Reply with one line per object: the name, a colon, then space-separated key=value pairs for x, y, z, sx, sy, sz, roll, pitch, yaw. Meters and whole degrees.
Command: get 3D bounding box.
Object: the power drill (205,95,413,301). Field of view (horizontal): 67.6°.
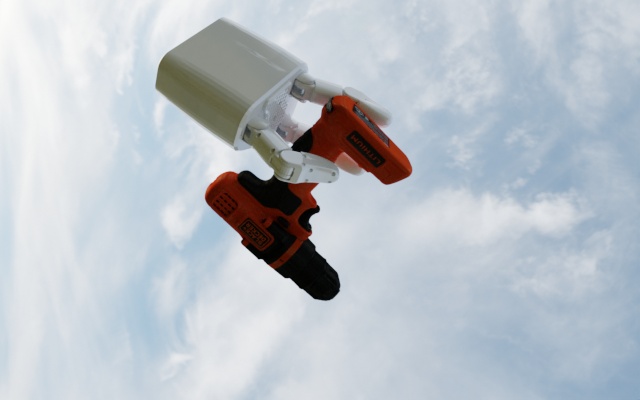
power drill: x=0.000 y=0.001 z=0.492 sx=0.188 sy=0.184 sz=0.057 roll=-41 pitch=15 yaw=19
